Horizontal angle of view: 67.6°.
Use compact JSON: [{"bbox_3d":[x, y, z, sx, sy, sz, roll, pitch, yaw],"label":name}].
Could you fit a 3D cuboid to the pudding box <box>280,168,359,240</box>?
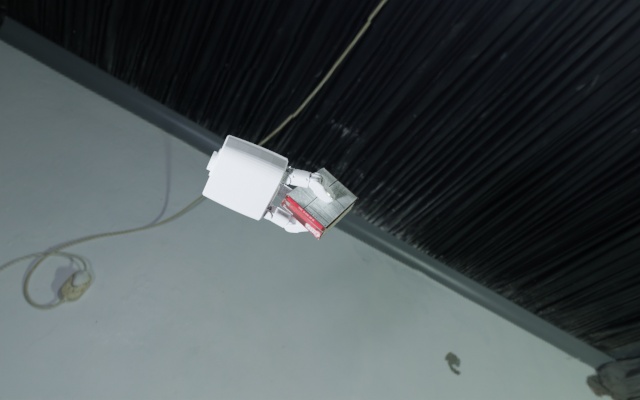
[{"bbox_3d":[0.000,0.003,0.825,0.113,0.090,0.039,-40,-11,-42],"label":"pudding box"}]
